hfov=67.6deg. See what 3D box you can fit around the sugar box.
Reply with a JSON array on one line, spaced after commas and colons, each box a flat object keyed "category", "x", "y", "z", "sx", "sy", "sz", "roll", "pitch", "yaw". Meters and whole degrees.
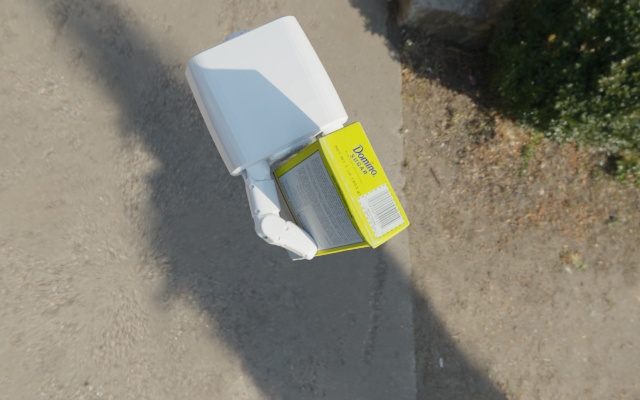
[{"category": "sugar box", "x": 0.001, "y": 0.001, "z": 0.438, "sx": 0.048, "sy": 0.093, "sz": 0.176, "roll": -27, "pitch": 2, "yaw": -23}]
